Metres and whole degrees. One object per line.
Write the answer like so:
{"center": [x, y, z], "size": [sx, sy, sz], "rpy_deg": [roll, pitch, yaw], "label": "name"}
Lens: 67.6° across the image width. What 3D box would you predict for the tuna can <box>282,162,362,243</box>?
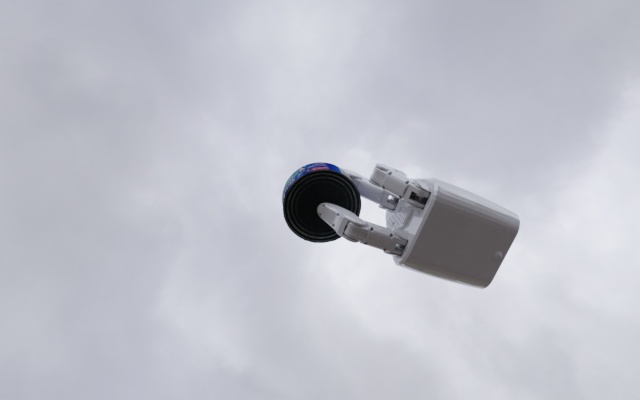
{"center": [0.000, 0.001, 0.529], "size": [0.086, 0.086, 0.033], "rpy_deg": [0, 21, -8], "label": "tuna can"}
